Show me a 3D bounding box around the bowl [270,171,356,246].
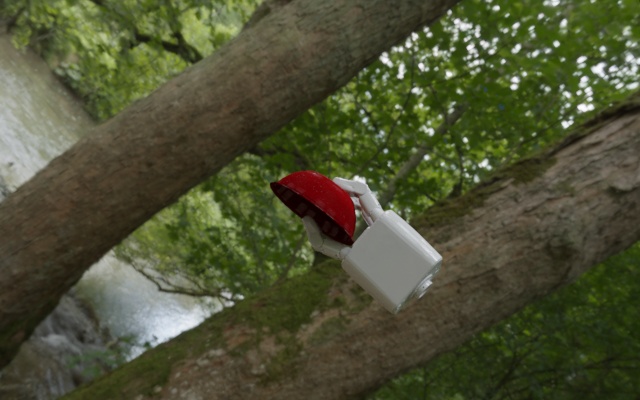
[{"bbox_3d":[-0.001,0.001,0.750,0.162,0.055,0.162,34,-13,9],"label":"bowl"}]
